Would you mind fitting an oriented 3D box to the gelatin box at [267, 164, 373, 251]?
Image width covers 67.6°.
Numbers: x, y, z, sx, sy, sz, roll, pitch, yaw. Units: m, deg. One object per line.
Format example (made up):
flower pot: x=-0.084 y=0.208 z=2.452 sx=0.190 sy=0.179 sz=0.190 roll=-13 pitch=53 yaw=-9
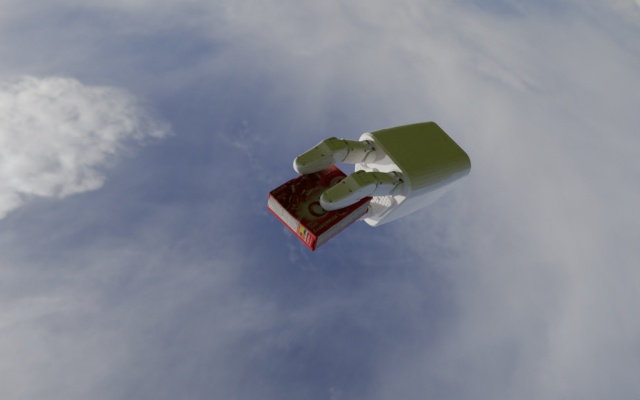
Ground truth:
gelatin box: x=0.000 y=0.002 z=0.511 sx=0.089 sy=0.030 sz=0.073 roll=-33 pitch=63 yaw=-32
